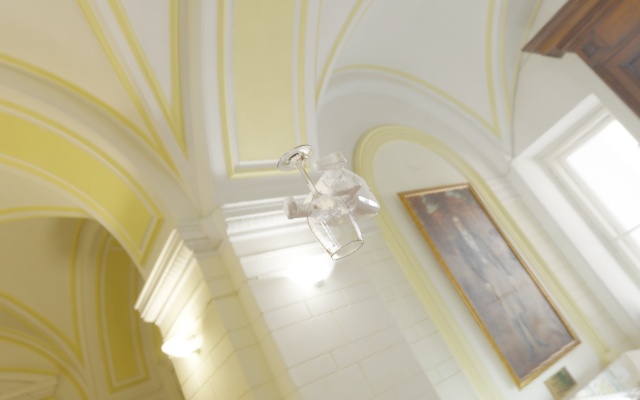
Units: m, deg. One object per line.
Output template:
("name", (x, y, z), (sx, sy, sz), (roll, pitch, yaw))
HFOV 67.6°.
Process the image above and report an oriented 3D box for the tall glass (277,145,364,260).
("tall glass", (0.000, 0.002, 0.829), (0.079, 0.201, 0.079), (-24, -24, -12))
